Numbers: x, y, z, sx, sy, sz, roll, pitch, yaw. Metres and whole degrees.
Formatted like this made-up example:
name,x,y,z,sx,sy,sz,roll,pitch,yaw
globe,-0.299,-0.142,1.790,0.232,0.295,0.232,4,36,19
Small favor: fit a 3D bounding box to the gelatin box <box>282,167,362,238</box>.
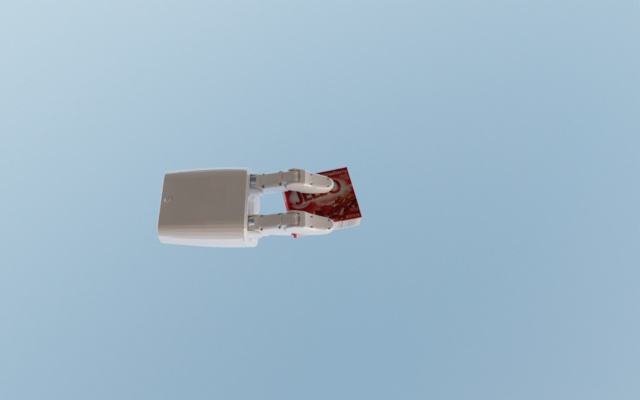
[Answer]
name,x,y,z,sx,sy,sz,roll,pitch,yaw
gelatin box,0.000,0.002,0.604,0.089,0.073,0.030,-11,-24,-9
